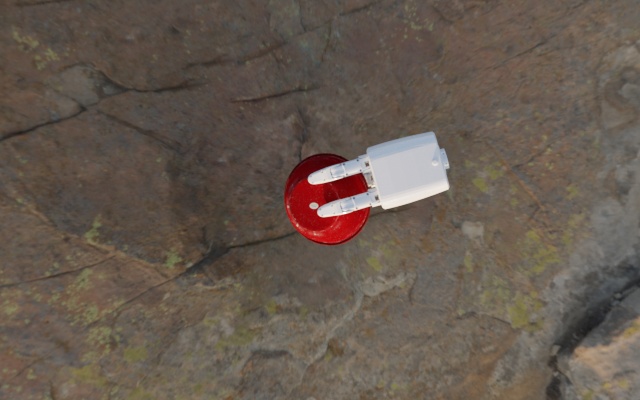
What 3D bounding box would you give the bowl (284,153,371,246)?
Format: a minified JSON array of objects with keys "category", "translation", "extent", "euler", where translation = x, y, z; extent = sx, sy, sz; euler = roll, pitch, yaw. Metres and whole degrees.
[{"category":"bowl","translation":[-0.001,0.003,0.802],"extent":[0.162,0.162,0.055],"euler":[0,9,23]}]
